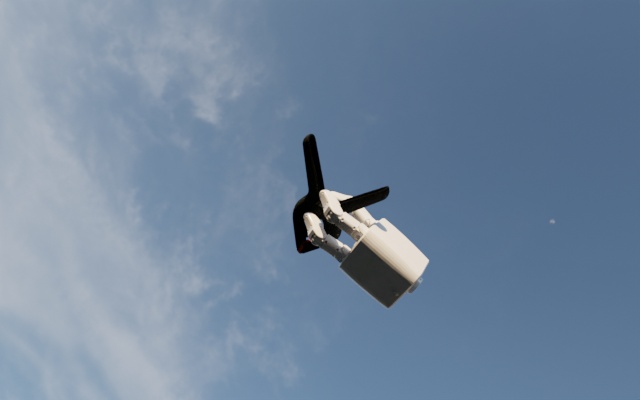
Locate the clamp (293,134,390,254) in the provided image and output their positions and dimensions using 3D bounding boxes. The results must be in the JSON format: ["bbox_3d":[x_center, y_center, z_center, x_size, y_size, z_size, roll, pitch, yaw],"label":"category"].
[{"bbox_3d":[0.000,0.003,0.806,0.164,0.210,0.036,43,35,11],"label":"clamp"}]
